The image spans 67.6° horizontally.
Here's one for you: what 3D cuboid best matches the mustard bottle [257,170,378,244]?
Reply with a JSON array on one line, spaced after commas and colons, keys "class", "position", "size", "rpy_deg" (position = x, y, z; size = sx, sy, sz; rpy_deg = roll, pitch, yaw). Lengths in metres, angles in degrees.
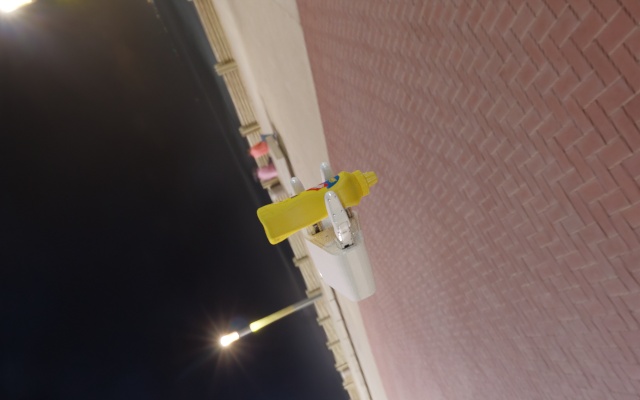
[{"class": "mustard bottle", "position": [0.000, 0.002, 0.735], "size": [0.191, 0.058, 0.096], "rpy_deg": [-24, 5, -8]}]
